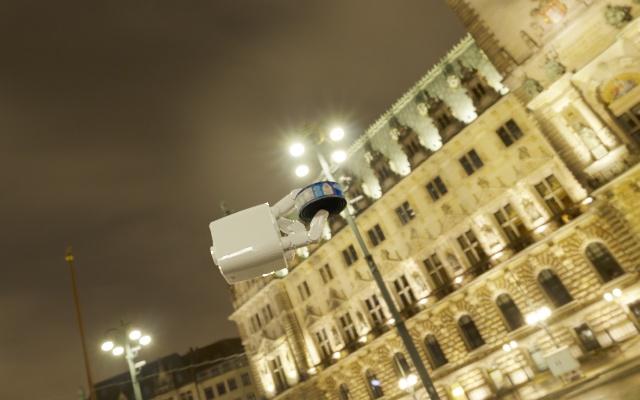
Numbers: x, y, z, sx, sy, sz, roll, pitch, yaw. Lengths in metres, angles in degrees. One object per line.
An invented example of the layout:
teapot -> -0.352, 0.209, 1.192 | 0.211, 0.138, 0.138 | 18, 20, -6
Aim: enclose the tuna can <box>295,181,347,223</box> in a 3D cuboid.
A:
tuna can -> 0.000, 0.002, 0.814 | 0.086, 0.033, 0.086 | -14, -27, -7
